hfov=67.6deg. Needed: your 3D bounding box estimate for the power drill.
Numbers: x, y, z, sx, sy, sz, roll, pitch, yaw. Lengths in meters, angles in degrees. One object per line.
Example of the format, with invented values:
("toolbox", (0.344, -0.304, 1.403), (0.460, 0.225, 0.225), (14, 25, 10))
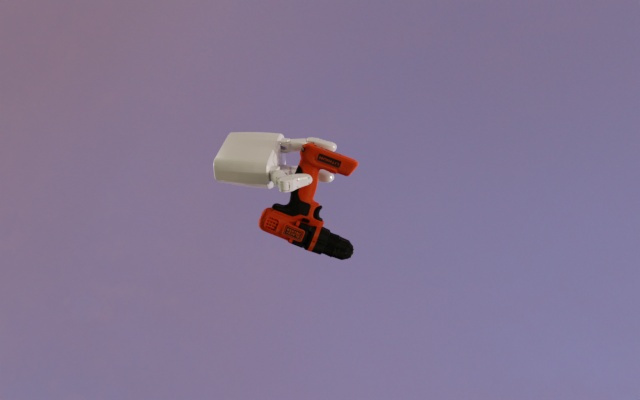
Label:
("power drill", (0.000, 0.002, 0.869), (0.184, 0.188, 0.057), (21, 8, -5))
